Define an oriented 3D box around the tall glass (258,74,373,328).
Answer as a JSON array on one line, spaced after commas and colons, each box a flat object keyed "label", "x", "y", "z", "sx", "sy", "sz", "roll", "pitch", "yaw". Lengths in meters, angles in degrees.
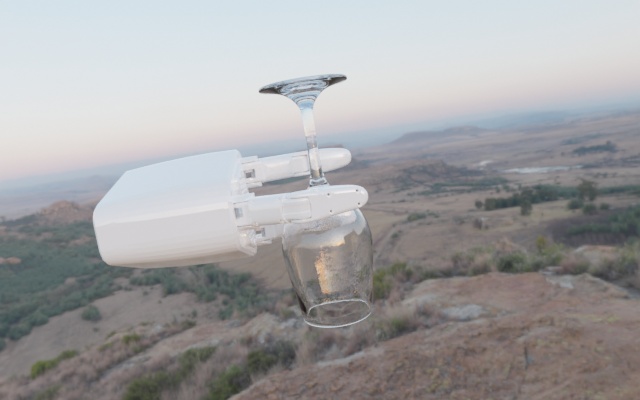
[{"label": "tall glass", "x": 0.000, "y": 0.001, "z": 0.406, "sx": 0.079, "sy": 0.201, "sz": 0.079, "roll": -9, "pitch": 7, "yaw": 1}]
